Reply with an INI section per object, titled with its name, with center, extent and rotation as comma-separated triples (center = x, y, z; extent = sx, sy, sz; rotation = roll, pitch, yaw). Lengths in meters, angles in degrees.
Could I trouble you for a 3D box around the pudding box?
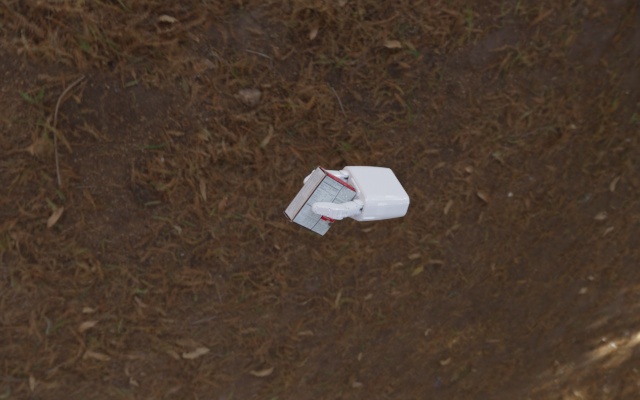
[pudding box]
center = 0.000, 0.003, 0.892
extent = 0.090, 0.113, 0.039
rotation = 29, 12, -40
